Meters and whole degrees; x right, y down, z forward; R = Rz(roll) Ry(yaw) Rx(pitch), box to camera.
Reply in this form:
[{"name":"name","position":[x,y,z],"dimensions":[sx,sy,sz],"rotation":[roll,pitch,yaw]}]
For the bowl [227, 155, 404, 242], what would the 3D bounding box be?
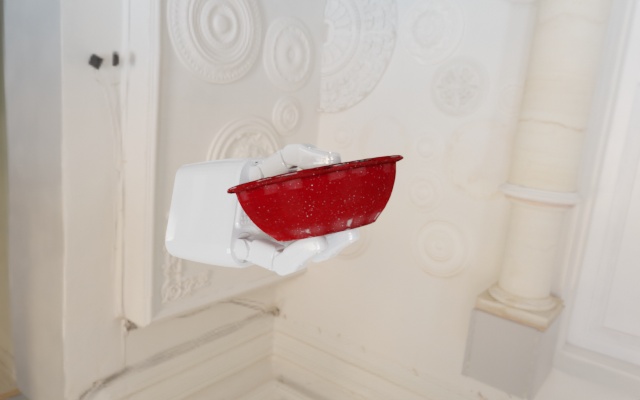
[{"name":"bowl","position":[0.001,0.002,0.433],"dimensions":[0.162,0.055,0.162],"rotation":[-11,0,0]}]
